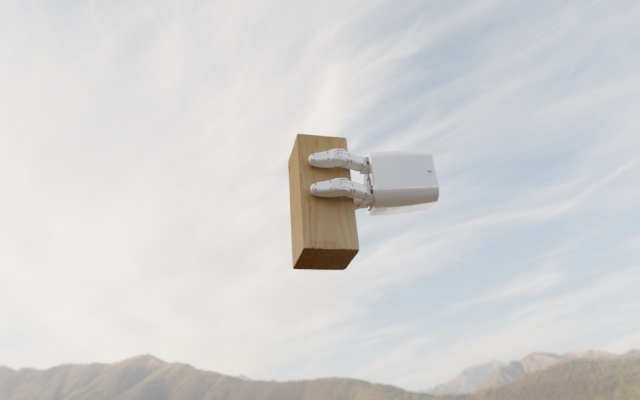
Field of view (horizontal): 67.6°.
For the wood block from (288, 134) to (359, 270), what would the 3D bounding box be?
[{"bbox_3d":[0.000,0.003,0.788,0.090,0.206,0.091,3,-29,-13],"label":"wood block"}]
